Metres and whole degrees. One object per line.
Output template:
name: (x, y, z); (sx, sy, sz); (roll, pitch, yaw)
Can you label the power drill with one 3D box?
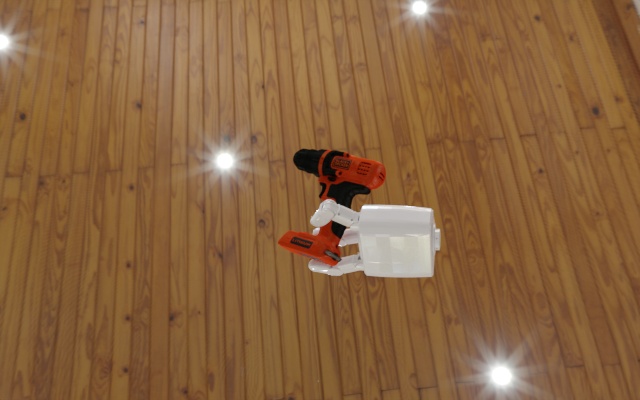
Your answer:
power drill: (0.000, 0.003, 0.799); (0.184, 0.187, 0.057); (15, -12, 38)
